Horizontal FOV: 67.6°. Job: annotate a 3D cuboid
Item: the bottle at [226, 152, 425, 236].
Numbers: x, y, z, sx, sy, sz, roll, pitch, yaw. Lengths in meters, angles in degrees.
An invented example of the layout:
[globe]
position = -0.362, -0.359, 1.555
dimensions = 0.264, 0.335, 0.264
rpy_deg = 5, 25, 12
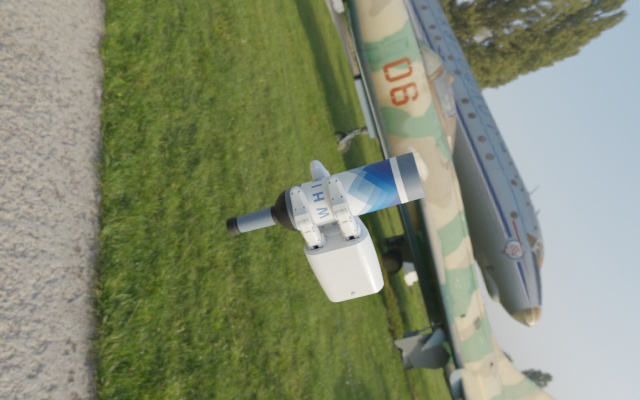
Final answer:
[bottle]
position = 0.000, 0.002, 0.704
dimensions = 0.296, 0.069, 0.069
rpy_deg = -16, -3, 11
